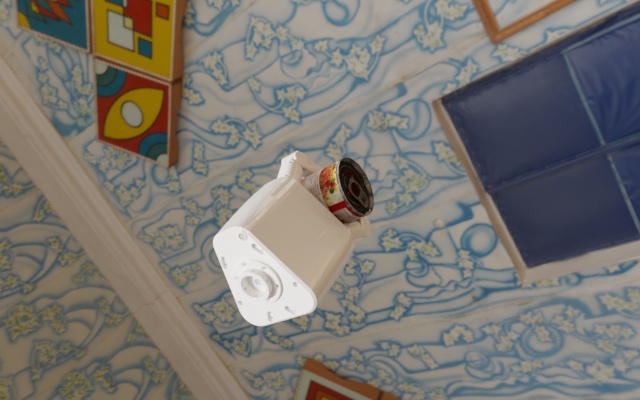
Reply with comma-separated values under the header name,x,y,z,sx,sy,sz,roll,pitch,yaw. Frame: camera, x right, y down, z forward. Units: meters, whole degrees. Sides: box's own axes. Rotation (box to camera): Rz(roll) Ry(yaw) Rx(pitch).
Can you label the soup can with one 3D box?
name,x,y,z,sx,sy,sz,roll,pitch,yaw
soup can,0.000,0.002,0.545,0.102,0.068,0.068,-24,-13,32
